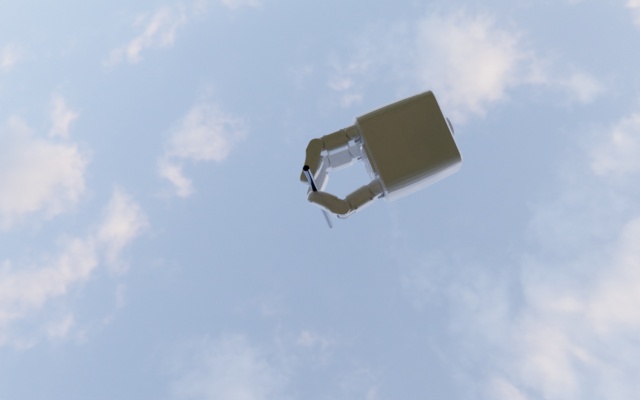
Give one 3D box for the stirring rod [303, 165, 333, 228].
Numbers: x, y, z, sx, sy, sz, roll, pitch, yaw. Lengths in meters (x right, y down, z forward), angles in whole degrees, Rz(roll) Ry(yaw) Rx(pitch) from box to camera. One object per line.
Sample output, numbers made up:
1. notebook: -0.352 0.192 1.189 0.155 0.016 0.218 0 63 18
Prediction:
1. stirring rod: 0.000 0.002 0.660 0.011 0.011 0.240 0 -19 8
